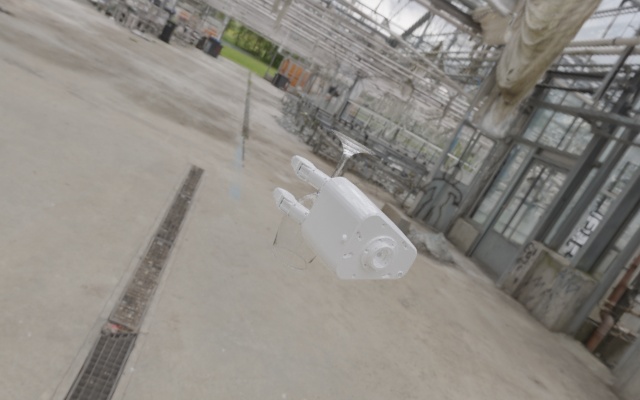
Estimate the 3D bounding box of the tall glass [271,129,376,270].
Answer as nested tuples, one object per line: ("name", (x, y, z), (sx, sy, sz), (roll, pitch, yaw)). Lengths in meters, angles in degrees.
("tall glass", (0.000, 0.002, 0.698), (0.079, 0.201, 0.079), (28, 12, -6))
